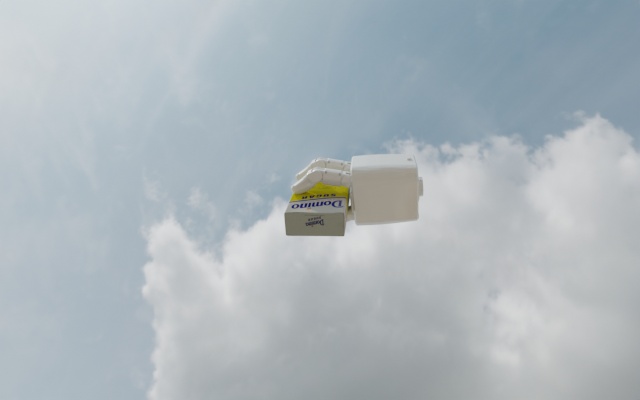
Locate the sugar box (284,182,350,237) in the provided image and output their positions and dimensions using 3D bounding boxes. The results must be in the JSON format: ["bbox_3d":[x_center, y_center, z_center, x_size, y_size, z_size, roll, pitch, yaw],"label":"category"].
[{"bbox_3d":[0.000,0.002,0.793,0.093,0.048,0.176,0,20,6],"label":"sugar box"}]
